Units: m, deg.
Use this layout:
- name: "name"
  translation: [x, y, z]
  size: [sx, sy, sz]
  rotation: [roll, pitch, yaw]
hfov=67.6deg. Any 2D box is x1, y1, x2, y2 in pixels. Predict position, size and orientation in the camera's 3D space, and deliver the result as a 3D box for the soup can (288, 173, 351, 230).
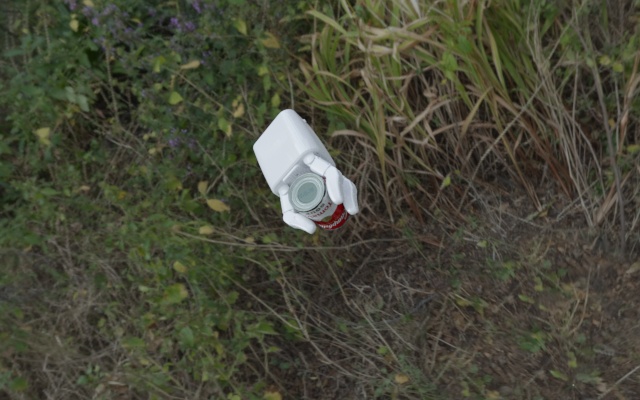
- name: "soup can"
  translation: [0.000, 0.003, 0.785]
  size: [0.068, 0.068, 0.102]
  rotation: [0, -19, 28]
